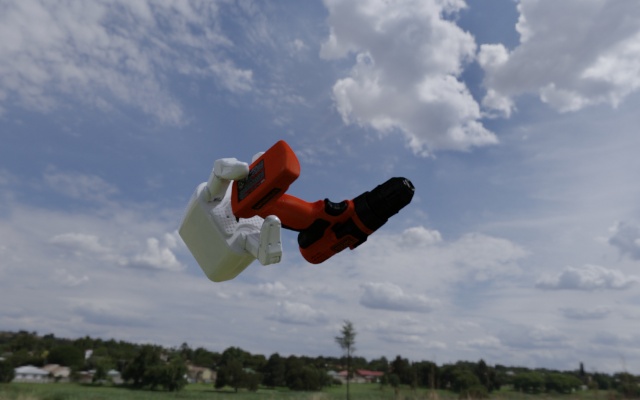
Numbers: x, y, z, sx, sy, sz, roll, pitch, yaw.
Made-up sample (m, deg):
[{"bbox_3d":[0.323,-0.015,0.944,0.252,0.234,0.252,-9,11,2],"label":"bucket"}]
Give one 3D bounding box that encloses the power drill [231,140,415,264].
[{"bbox_3d":[0.000,0.002,0.589,0.184,0.057,0.188,-38,-48,26],"label":"power drill"}]
